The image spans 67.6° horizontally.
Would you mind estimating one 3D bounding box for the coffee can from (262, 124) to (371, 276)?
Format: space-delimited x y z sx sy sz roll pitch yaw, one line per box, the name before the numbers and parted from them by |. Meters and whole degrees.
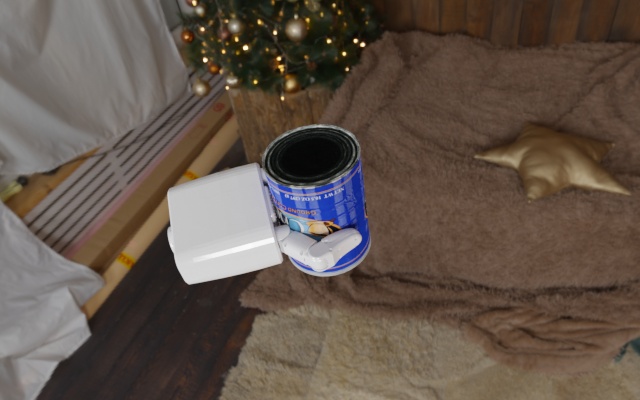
coffee can | 0.000 0.002 0.534 0.103 0.140 0.102 -6 43 6
